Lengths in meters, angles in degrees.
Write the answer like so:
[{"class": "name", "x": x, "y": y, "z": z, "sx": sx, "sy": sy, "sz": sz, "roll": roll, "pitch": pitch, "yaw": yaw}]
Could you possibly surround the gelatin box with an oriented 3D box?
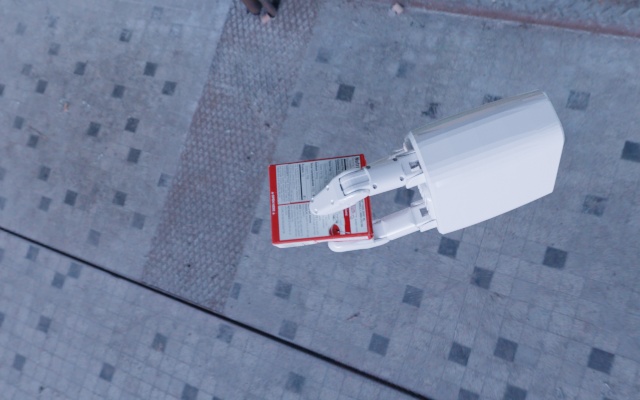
[{"class": "gelatin box", "x": 0.000, "y": 0.001, "z": 0.426, "sx": 0.089, "sy": 0.073, "sz": 0.030, "roll": -6, "pitch": -13, "yaw": 7}]
